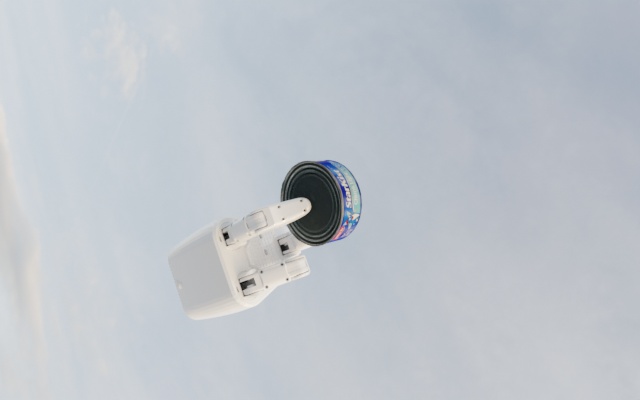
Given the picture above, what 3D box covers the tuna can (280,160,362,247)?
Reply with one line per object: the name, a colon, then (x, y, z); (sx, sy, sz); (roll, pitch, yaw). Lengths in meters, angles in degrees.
tuna can: (0.001, 0.002, 0.485); (0.086, 0.086, 0.034); (0, 7, 43)
